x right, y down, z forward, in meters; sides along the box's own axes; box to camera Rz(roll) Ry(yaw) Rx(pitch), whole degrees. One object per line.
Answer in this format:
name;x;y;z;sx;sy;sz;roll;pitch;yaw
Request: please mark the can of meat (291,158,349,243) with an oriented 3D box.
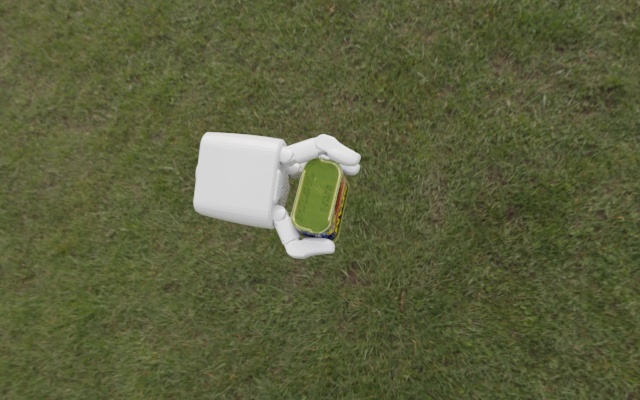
can of meat;0.000;0.002;0.627;0.057;0.102;0.084;11;-11;10
